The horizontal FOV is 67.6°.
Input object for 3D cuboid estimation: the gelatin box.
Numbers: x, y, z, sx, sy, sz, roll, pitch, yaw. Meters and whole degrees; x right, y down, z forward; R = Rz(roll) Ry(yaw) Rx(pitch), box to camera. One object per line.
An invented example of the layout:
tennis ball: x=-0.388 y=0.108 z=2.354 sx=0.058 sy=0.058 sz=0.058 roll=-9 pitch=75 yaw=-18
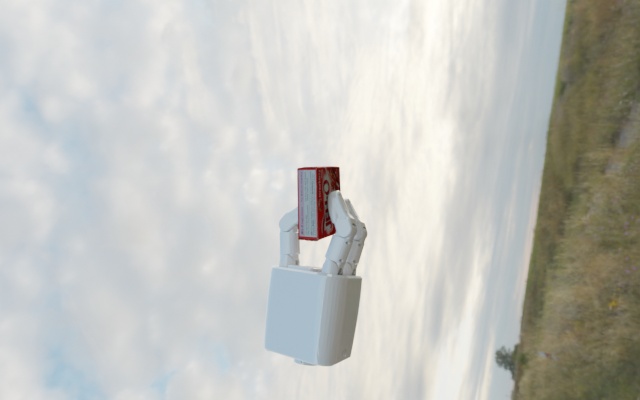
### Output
gelatin box: x=0.000 y=0.002 z=0.597 sx=0.030 sy=0.089 sz=0.073 roll=0 pitch=5 yaw=25
